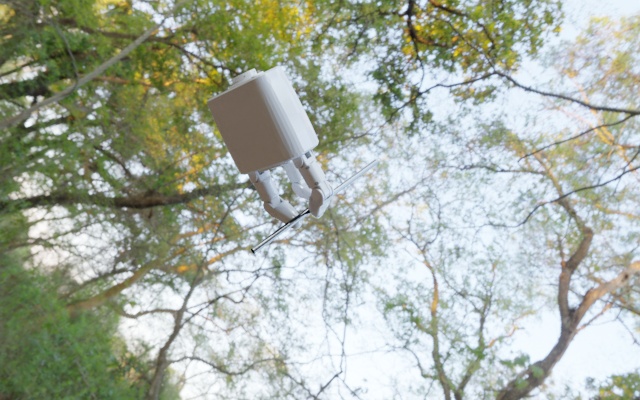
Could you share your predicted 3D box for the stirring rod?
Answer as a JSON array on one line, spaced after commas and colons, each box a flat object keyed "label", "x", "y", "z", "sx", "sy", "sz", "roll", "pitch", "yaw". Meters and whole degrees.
[{"label": "stirring rod", "x": 0.000, "y": 0.002, "z": 0.643, "sx": 0.239, "sy": 0.011, "sz": 0.011, "roll": -36, "pitch": 21, "yaw": -33}]
